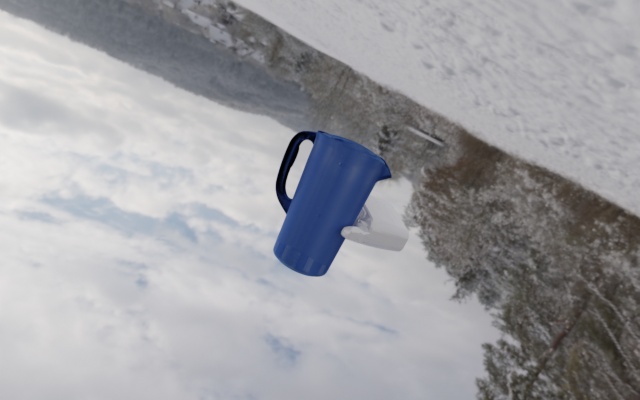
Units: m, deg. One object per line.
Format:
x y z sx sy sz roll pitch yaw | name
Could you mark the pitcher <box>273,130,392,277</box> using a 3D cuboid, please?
0.000 0.003 0.849 0.145 0.243 0.149 17 13 -35 | pitcher
